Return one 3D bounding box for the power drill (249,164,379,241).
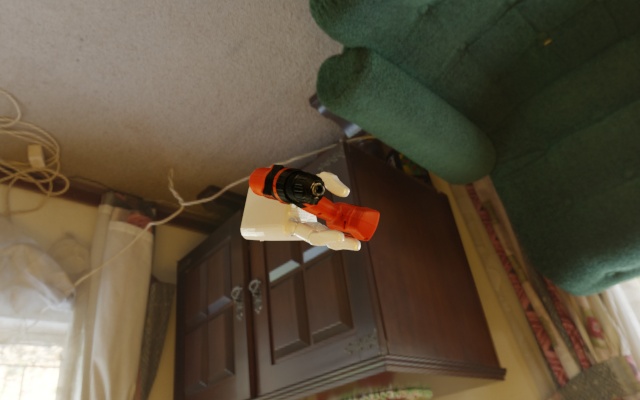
[{"bbox_3d":[0.000,0.003,0.735,0.188,0.057,0.184,29,-8,-32],"label":"power drill"}]
